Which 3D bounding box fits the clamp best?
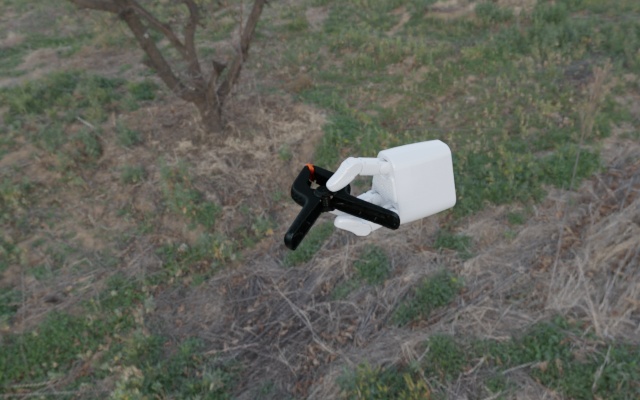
[{"bbox_3d":[0.000,0.001,0.721,0.164,0.036,0.210,-13,32,-18],"label":"clamp"}]
